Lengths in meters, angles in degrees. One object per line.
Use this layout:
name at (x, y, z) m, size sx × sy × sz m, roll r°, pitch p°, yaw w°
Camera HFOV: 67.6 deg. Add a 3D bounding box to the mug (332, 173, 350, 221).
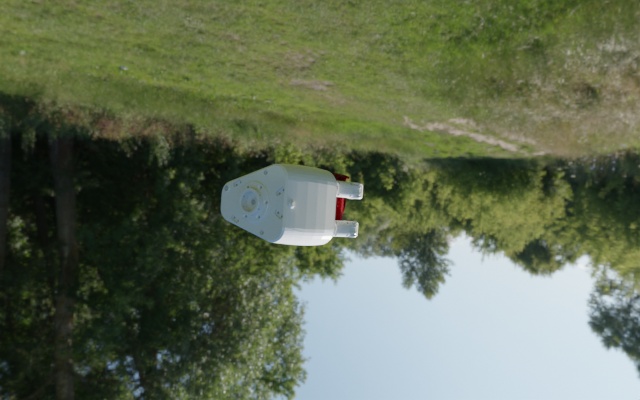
mug at (0.001, 0.003, 0.715) m, size 0.093 × 0.081 × 0.117 m, roll 4°, pitch -2°, yaw 35°
